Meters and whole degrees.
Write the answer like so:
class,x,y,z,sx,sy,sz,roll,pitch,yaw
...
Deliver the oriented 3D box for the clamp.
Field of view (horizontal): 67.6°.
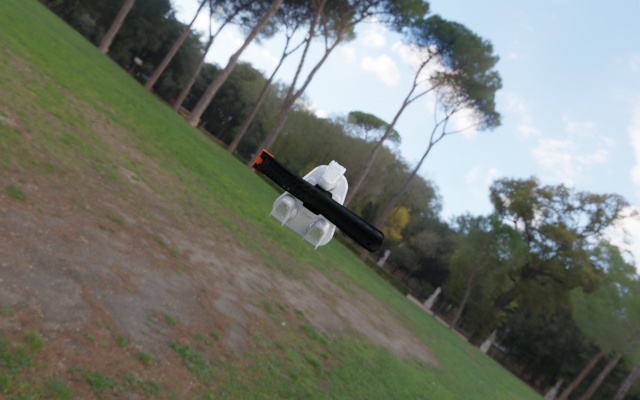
class,x,y,z,sx,sy,sz,roll,pitch,yaw
clamp,0.000,0.001,0.621,0.210,0.036,0.164,35,1,1
